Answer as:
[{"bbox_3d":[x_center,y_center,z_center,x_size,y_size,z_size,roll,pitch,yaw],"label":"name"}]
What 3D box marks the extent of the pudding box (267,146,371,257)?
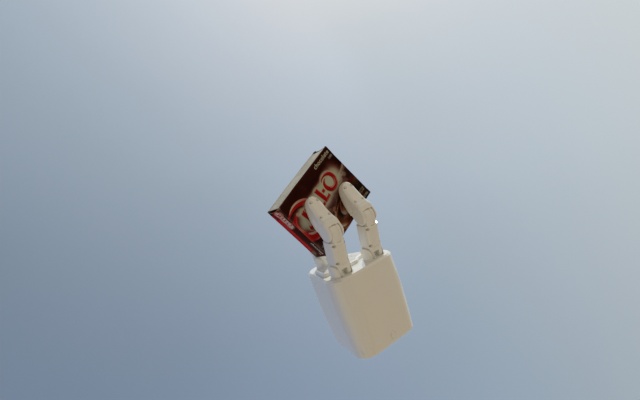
[{"bbox_3d":[0.000,0.002,0.610,0.090,0.113,0.039,44,-29,-19],"label":"pudding box"}]
